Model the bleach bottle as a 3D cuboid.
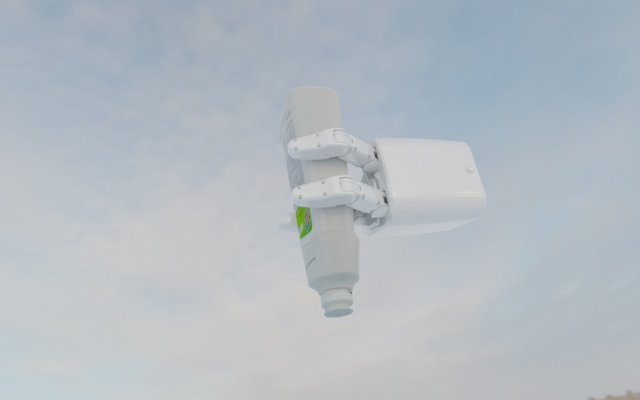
[{"bbox_3d":[0.000,0.002,0.515,0.068,0.250,0.103,-1,-30,-12],"label":"bleach bottle"}]
